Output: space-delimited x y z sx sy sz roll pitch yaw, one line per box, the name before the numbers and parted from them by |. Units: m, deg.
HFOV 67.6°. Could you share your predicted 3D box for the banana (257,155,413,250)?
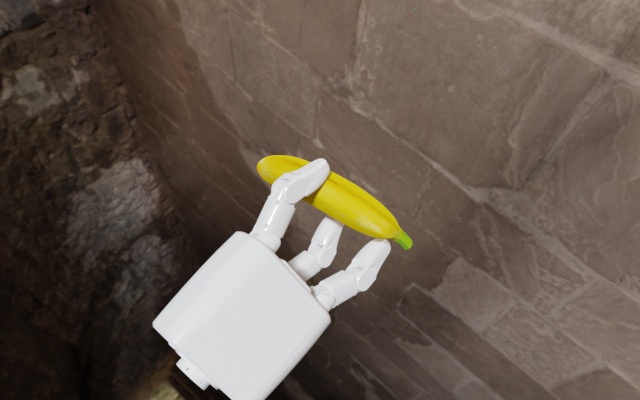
banana | 0.000 -0.007 0.481 0.197 0.037 0.070 30 -22 26
